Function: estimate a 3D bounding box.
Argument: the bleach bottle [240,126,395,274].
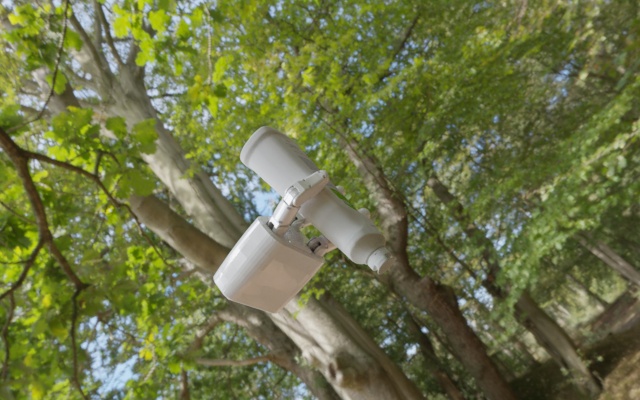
[{"bbox_3d":[0.000,0.002,0.642,0.250,0.068,0.102,45,12,30],"label":"bleach bottle"}]
